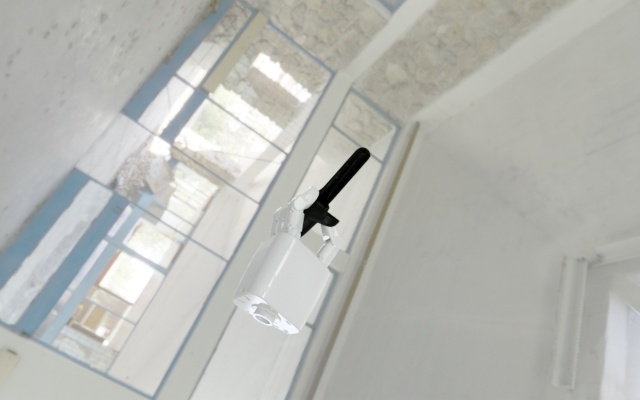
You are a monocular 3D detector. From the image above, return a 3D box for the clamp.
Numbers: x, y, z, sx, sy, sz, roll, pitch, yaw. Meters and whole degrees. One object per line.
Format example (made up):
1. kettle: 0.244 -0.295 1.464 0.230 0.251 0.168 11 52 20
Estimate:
1. clamp: 0.000 0.003 0.788 0.036 0.164 0.210 39 -33 -12
